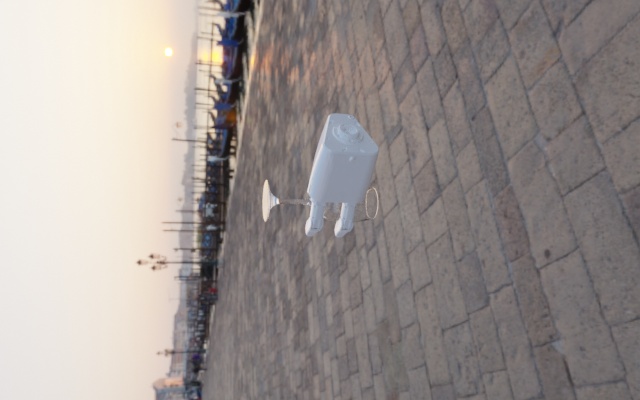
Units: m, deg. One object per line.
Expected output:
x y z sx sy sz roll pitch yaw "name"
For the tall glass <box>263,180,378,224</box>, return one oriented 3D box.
-0.001 0.003 0.864 0.201 0.079 0.079 2 -1 -15 "tall glass"
